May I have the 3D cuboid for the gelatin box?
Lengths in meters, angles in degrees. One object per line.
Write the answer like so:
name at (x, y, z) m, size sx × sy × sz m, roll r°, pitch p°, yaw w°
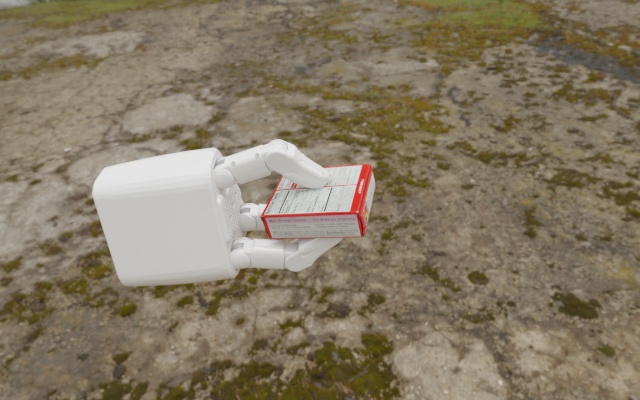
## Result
gelatin box at (0.000, 0.001, 0.427) m, size 0.089 × 0.030 × 0.073 m, roll -4°, pitch 35°, yaw 18°
